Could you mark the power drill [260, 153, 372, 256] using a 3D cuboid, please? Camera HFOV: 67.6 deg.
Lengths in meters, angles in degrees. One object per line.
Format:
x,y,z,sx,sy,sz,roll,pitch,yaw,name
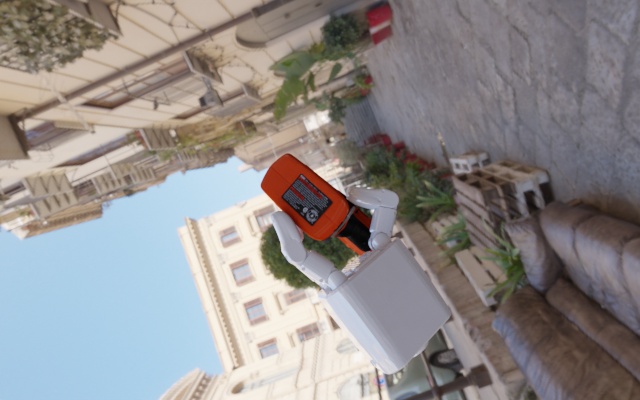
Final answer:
0.000,0.002,0.600,0.184,0.057,0.188,40,5,22,power drill
